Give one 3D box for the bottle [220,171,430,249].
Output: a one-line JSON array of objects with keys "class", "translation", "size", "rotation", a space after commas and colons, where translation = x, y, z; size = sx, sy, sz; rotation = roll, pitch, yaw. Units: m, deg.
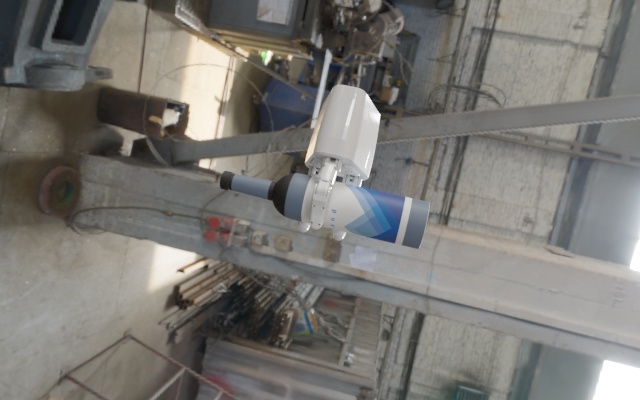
[{"class": "bottle", "translation": [0.000, 0.002, 0.676], "size": [0.295, 0.069, 0.069], "rotation": [13, 2, 8]}]
